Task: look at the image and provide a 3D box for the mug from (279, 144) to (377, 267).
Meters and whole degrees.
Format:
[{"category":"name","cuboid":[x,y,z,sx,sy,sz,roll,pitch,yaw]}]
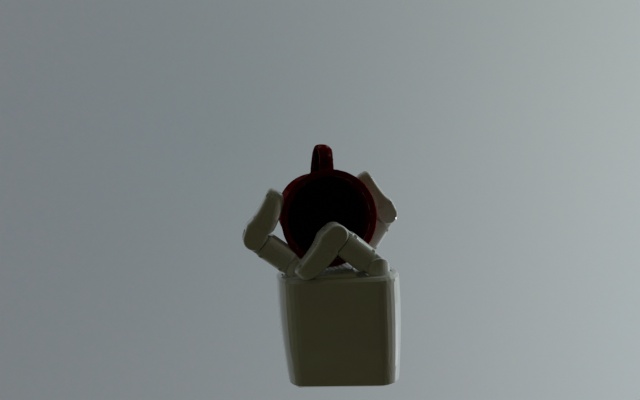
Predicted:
[{"category":"mug","cuboid":[0.000,0.000,0.487,0.093,0.117,0.081,-4,6,-12]}]
